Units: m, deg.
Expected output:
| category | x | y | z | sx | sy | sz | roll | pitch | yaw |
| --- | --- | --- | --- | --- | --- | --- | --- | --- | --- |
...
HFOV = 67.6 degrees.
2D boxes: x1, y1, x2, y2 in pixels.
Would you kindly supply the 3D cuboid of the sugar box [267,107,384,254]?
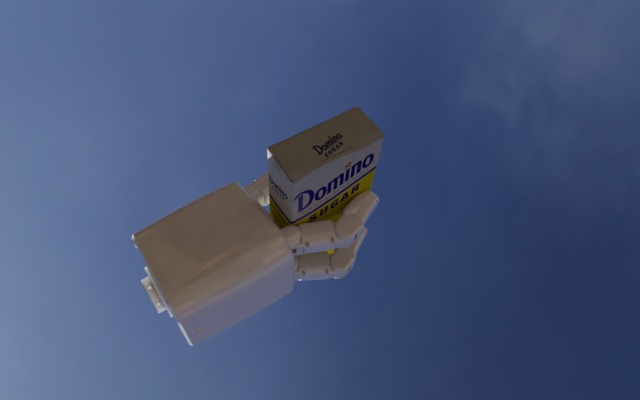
| category | x | y | z | sx | sy | sz | roll | pitch | yaw |
| --- | --- | --- | --- | --- | --- | --- | --- | --- | --- |
| sugar box | 0.000 | 0.002 | 0.452 | 0.093 | 0.048 | 0.176 | -28 | -25 | -20 |
